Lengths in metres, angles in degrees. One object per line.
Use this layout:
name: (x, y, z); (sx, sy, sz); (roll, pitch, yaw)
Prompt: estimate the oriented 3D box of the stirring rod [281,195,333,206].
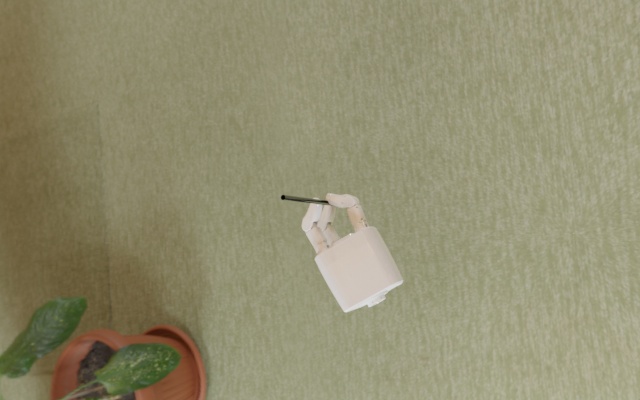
stirring rod: (0.000, 0.003, 0.821); (0.011, 0.011, 0.239); (0, -4, 28)
